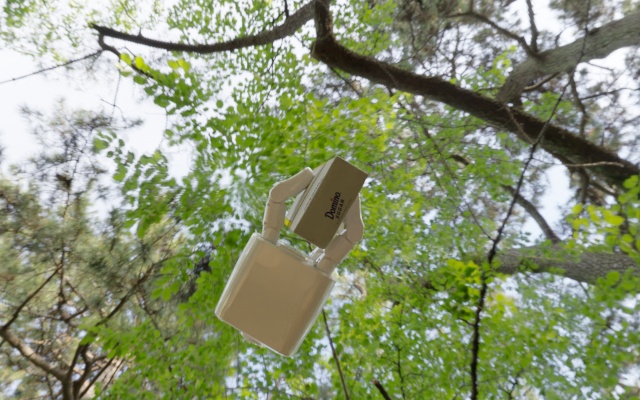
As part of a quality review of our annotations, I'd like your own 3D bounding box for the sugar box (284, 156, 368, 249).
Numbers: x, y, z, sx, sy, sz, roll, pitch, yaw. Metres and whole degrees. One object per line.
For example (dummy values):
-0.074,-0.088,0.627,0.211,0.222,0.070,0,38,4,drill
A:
0.000,0.002,0.569,0.048,0.093,0.176,30,-3,-9,sugar box
